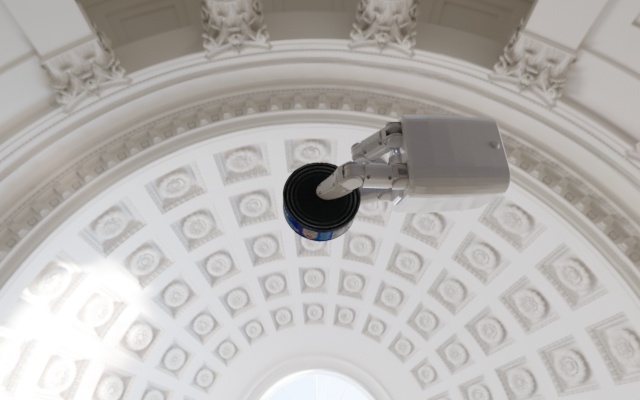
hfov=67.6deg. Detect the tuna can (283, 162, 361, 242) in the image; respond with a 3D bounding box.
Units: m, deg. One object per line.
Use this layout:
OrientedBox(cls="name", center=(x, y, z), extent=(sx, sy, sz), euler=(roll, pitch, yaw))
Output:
OrientedBox(cls="tuna can", center=(0.000, 0.002, 0.535), extent=(0.086, 0.086, 0.034), euler=(0, -27, -6))
